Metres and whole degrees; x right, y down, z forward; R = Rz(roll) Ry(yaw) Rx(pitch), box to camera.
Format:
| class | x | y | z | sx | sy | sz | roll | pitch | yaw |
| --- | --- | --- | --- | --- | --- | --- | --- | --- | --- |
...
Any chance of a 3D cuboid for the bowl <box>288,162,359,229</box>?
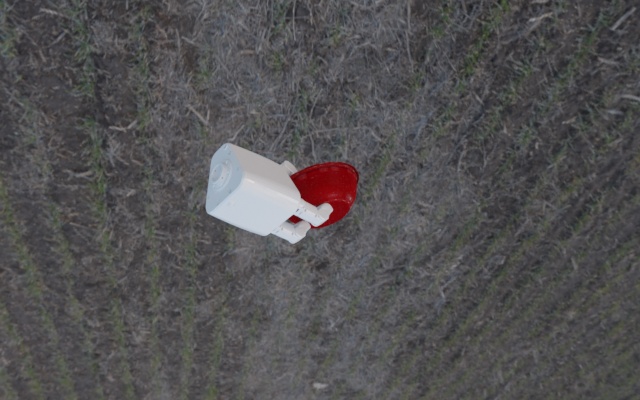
| class | x | y | z | sx | sy | sz | roll | pitch | yaw |
| --- | --- | --- | --- | --- | --- | --- | --- | --- | --- |
| bowl | 0.001 | 0.003 | 0.833 | 0.162 | 0.055 | 0.162 | -16 | -28 | -9 |
